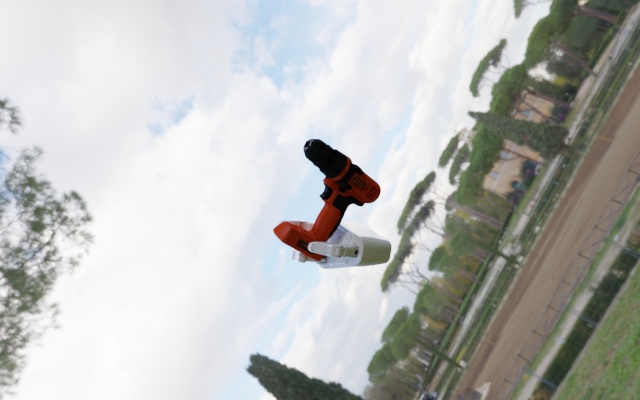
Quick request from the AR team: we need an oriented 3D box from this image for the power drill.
[{"bbox_3d":[0.000,0.003,0.847,0.184,0.187,0.057,34,6,-33],"label":"power drill"}]
